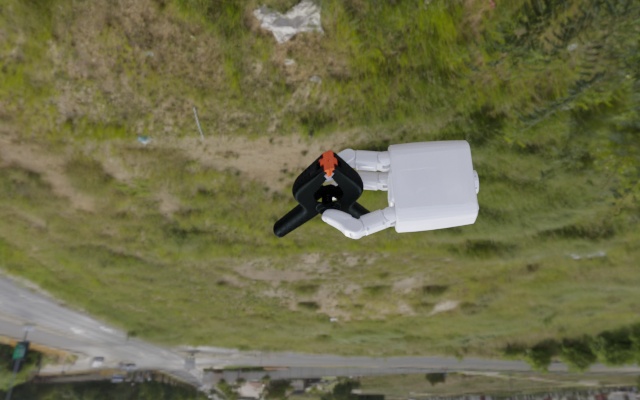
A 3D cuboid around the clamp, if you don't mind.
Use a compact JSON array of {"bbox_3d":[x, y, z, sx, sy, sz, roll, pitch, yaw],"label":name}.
[{"bbox_3d":[0.000,0.003,0.664,0.164,0.036,0.210,-7,-28,4],"label":"clamp"}]
